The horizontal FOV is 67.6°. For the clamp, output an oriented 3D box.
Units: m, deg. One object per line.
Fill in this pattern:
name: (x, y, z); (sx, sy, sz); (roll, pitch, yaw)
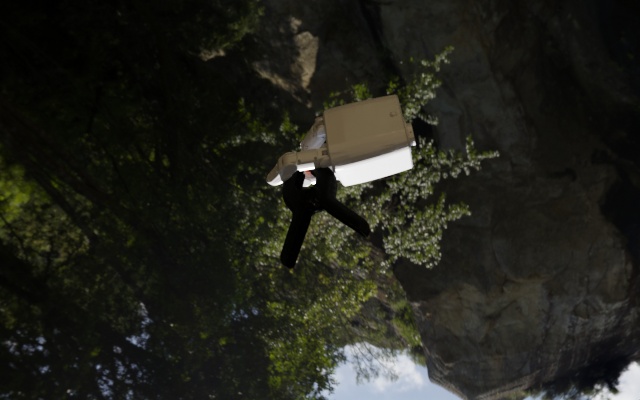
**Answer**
clamp: (0.000, 0.002, 0.638); (0.120, 0.171, 0.039); (-13, -34, 10)
